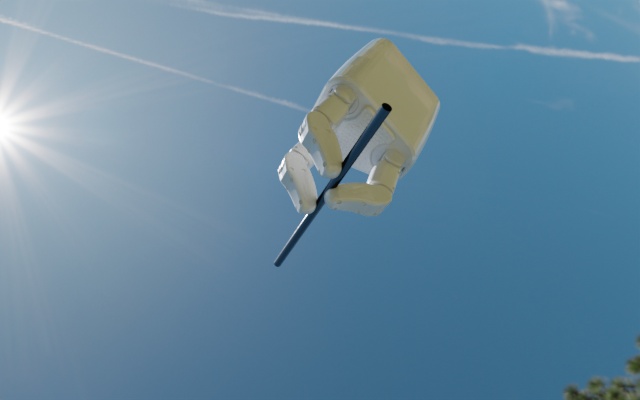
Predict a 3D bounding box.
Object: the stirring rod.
[{"bbox_3d":[0.000,0.001,0.420,0.011,0.011,0.240,0,-33,-27],"label":"stirring rod"}]
